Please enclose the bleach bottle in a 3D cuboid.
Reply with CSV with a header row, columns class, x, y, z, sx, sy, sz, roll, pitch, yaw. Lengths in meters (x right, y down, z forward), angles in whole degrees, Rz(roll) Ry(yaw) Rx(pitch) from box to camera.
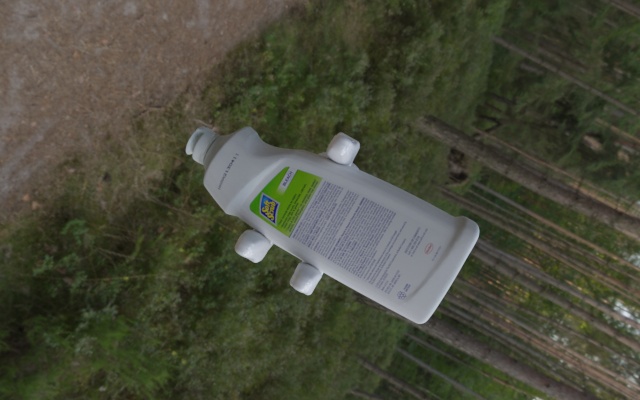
class,x,y,z,sx,sy,sz,roll,pitch,yaw
bleach bottle,0.000,0.001,0.417,0.251,0.102,0.068,30,3,5
